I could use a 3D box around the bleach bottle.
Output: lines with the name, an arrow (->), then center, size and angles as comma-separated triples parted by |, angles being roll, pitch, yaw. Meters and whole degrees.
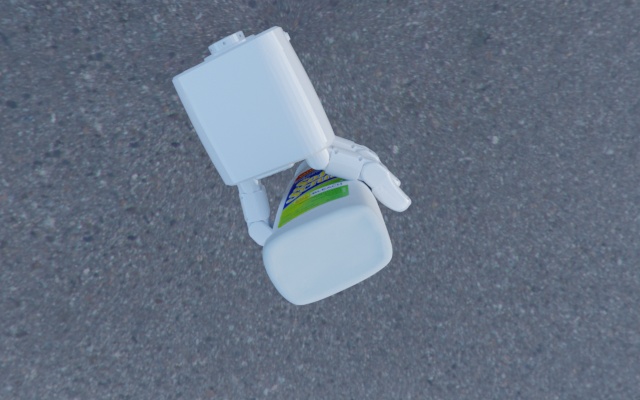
bleach bottle -> 0.000, 0.002, 0.483 | 0.102, 0.068, 0.250 | -24, 19, 5
